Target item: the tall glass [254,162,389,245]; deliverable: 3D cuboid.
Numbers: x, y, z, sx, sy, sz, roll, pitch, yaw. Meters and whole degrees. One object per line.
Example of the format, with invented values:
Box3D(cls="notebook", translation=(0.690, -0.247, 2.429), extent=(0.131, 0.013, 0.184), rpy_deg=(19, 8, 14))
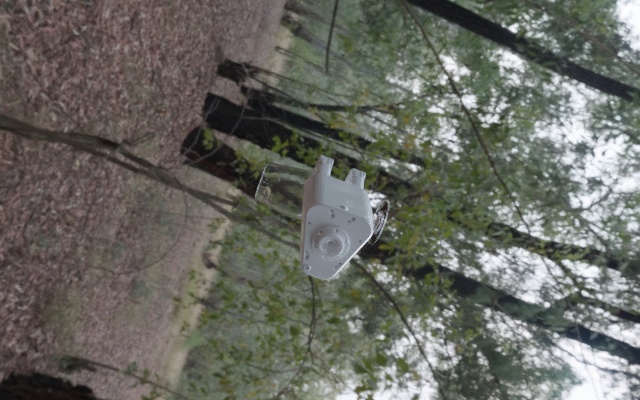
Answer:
Box3D(cls="tall glass", translation=(0.001, 0.003, 0.749), extent=(0.201, 0.079, 0.079), rpy_deg=(20, -3, -8))
